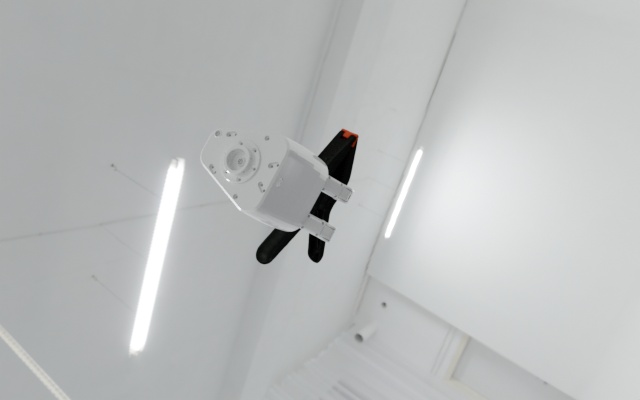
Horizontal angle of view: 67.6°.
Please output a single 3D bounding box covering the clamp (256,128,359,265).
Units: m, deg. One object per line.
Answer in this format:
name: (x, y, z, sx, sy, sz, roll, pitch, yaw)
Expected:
clamp: (0.000, 0.001, 0.674, 0.036, 0.210, 0.164, 28, 0, 25)
